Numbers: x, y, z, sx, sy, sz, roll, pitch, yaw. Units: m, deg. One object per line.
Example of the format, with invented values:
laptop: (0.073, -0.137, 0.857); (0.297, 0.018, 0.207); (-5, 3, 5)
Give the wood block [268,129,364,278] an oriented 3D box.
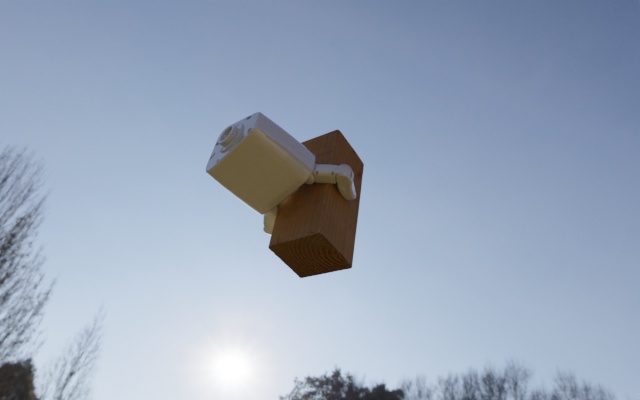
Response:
wood block: (0.000, 0.002, 0.728); (0.091, 0.206, 0.090); (-16, -47, 28)
